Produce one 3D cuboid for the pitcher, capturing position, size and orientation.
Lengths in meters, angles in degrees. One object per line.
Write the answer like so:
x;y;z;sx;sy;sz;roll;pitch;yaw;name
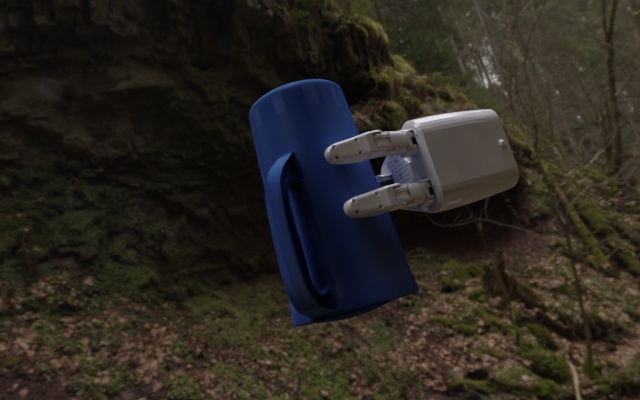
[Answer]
0.000;0.002;0.497;0.145;0.242;0.149;-14;-11;-18;pitcher
